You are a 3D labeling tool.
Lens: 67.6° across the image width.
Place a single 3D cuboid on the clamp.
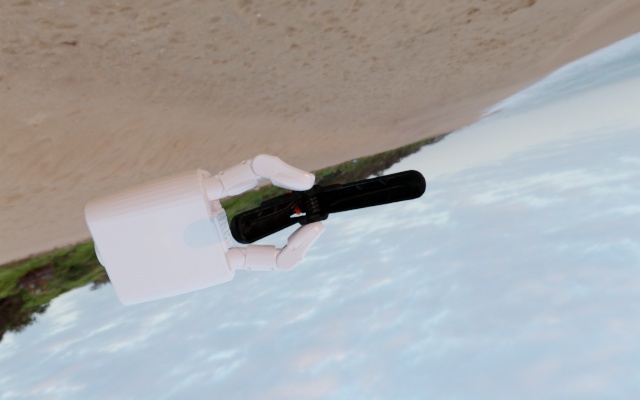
[{"bbox_3d":[0.000,0.002,0.468,0.164,0.036,0.210,-13,3,-6],"label":"clamp"}]
